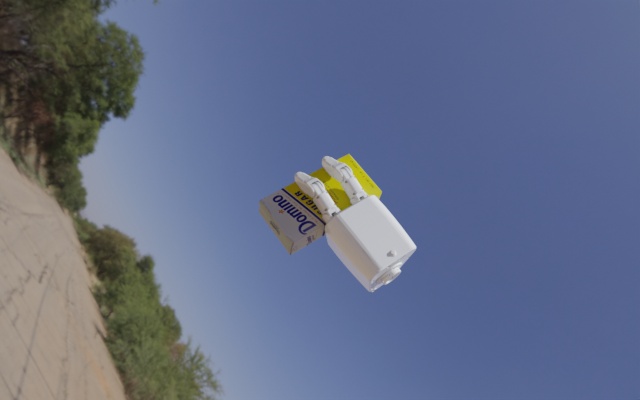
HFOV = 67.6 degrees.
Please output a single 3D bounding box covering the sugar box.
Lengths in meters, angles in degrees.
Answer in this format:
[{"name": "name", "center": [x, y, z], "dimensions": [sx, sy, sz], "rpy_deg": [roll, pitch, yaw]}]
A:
[{"name": "sugar box", "center": [0.000, 0.002, 0.762], "dimensions": [0.176, 0.093, 0.048], "rpy_deg": [-29, -24, -25]}]
